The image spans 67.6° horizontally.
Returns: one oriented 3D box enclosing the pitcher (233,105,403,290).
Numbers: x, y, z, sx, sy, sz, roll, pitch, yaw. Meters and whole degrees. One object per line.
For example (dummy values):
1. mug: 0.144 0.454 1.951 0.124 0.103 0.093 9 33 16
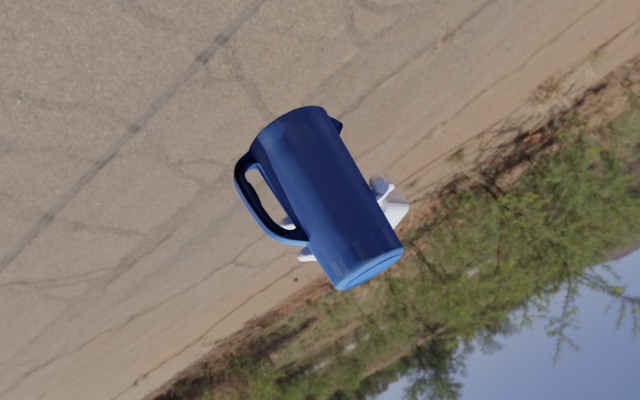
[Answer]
1. pitcher: 0.000 0.002 0.669 0.149 0.242 0.145 -38 -18 22
